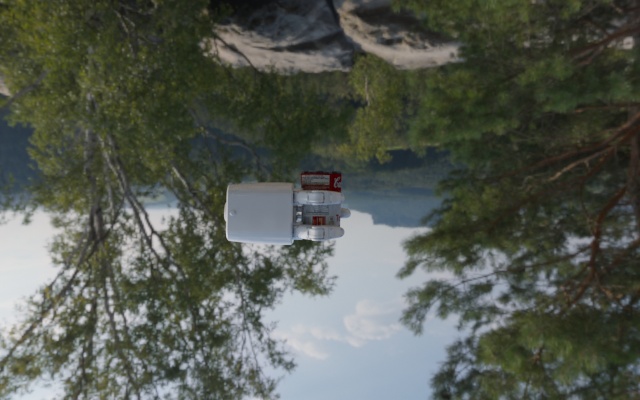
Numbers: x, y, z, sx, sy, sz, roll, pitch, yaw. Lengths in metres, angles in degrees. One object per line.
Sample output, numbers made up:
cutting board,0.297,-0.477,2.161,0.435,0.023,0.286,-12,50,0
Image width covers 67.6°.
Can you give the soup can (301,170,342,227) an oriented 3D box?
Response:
soup can,0.001,0.003,0.788,0.068,0.102,0.068,1,1,0
